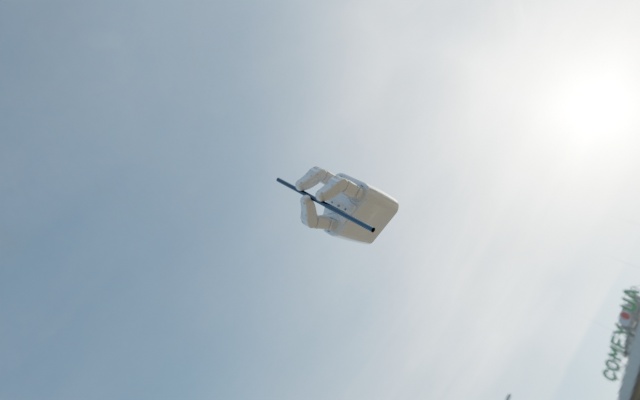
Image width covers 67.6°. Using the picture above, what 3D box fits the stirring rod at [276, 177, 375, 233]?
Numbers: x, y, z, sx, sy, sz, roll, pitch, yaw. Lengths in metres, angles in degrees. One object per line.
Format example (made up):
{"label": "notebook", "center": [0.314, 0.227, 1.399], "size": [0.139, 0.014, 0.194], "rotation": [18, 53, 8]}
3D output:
{"label": "stirring rod", "center": [0.000, 0.003, 0.776], "size": [0.011, 0.011, 0.239], "rotation": [0, 20, -42]}
